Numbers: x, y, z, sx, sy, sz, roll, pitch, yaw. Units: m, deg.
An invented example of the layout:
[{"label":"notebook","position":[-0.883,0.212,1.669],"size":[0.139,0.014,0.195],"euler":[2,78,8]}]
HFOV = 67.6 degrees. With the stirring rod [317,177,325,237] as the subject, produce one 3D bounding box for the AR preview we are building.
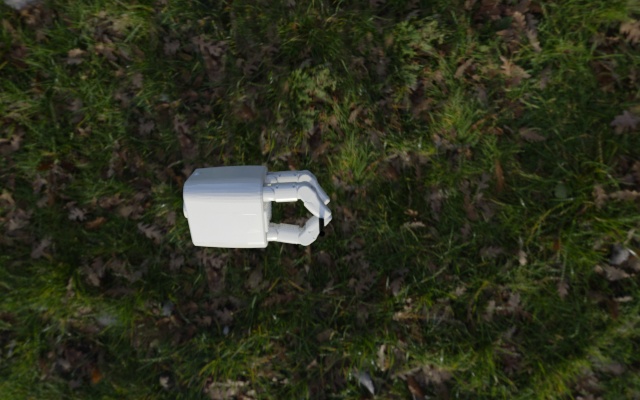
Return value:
[{"label":"stirring rod","position":[0.000,0.002,0.724],"size":[0.011,0.011,0.239],"euler":[0,20,-1]}]
